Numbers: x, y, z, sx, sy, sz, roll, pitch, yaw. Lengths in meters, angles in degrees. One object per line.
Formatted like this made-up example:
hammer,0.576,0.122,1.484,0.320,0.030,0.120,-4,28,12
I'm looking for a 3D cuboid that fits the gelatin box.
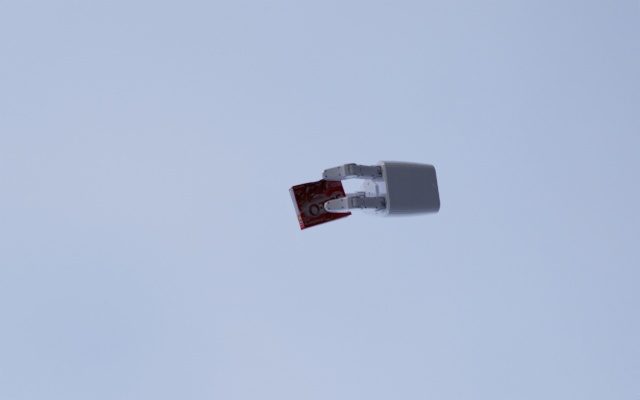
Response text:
gelatin box,0.000,0.003,0.798,0.089,0.073,0.030,-15,-6,-19
